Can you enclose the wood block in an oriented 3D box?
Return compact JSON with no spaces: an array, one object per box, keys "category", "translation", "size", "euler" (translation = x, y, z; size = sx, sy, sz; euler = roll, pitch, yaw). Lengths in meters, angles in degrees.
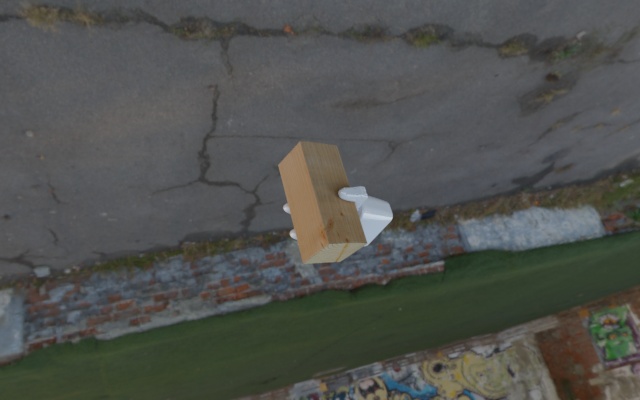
[{"category":"wood block","translation":[0.001,0.003,0.886],"size":[0.090,0.206,0.091],"euler":[3,-29,-37]}]
